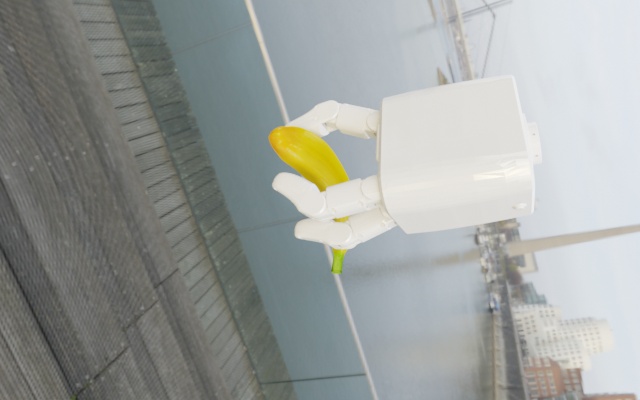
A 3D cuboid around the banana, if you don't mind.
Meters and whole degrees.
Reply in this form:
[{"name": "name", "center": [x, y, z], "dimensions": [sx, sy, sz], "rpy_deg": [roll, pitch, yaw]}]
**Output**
[{"name": "banana", "center": [0.005, -0.010, 0.465], "dimensions": [0.037, 0.069, 0.198], "rpy_deg": [-5, -44, 21]}]
